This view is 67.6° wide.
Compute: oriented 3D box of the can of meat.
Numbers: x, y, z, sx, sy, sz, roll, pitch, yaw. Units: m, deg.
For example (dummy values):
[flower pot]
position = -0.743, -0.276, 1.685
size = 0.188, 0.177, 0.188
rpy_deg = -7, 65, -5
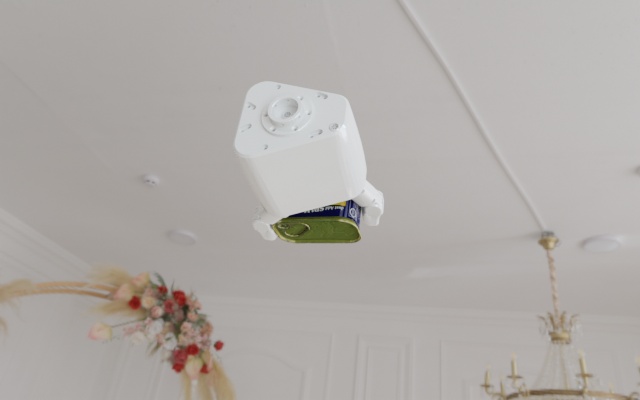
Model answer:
[can of meat]
position = 0.000, 0.002, 0.572
size = 0.102, 0.084, 0.057
rpy_deg = -2, -30, 17
